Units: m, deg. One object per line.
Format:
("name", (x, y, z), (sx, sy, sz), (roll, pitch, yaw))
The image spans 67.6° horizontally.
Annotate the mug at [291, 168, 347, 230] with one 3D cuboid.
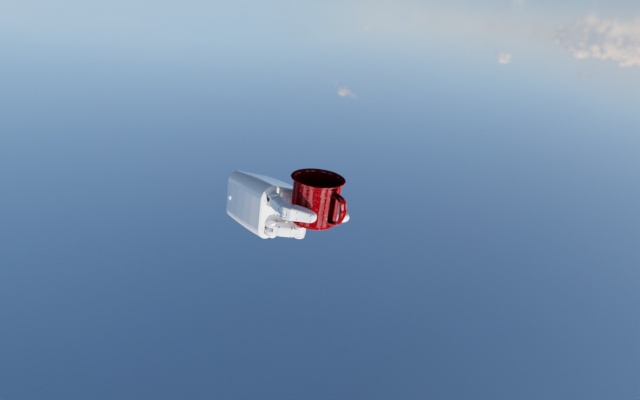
("mug", (0.001, 0.003, 0.808), (0.093, 0.081, 0.117), (-15, 31, -43))
